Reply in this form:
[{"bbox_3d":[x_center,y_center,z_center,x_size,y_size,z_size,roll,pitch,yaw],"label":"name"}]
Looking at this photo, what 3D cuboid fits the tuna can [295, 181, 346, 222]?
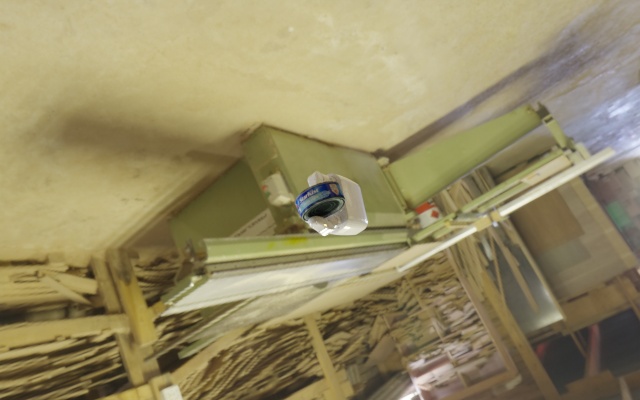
[{"bbox_3d":[0.000,0.003,0.840,0.086,0.033,0.086,-20,-22,-8],"label":"tuna can"}]
